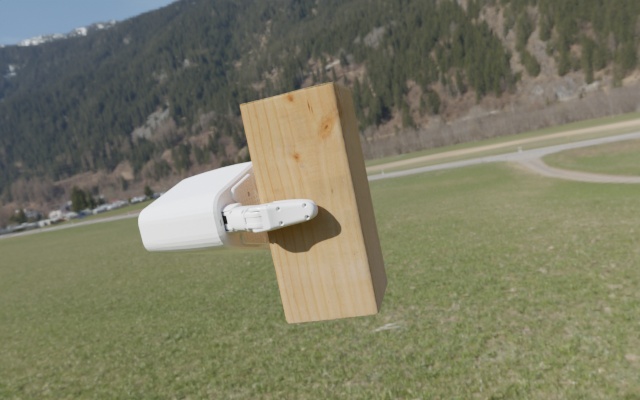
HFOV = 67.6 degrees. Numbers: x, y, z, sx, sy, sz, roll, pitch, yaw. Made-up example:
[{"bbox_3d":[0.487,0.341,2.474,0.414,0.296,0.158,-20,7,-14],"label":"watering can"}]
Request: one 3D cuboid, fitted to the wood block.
[{"bbox_3d":[0.000,0.001,0.463,0.090,0.206,0.091,-10,7,16],"label":"wood block"}]
